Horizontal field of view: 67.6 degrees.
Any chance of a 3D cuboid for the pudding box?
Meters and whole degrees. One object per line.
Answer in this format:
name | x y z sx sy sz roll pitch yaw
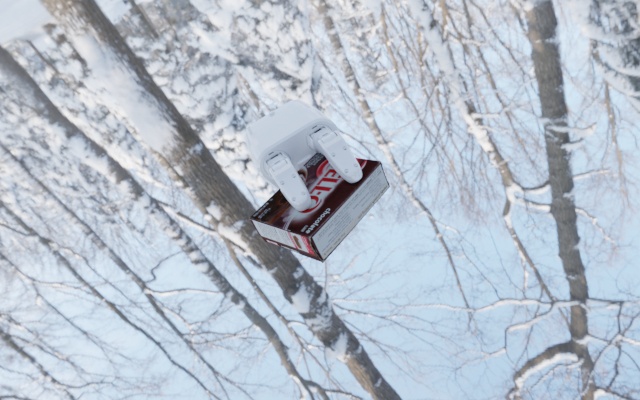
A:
pudding box | 0.000 0.002 0.472 0.090 0.039 0.113 12 52 45
